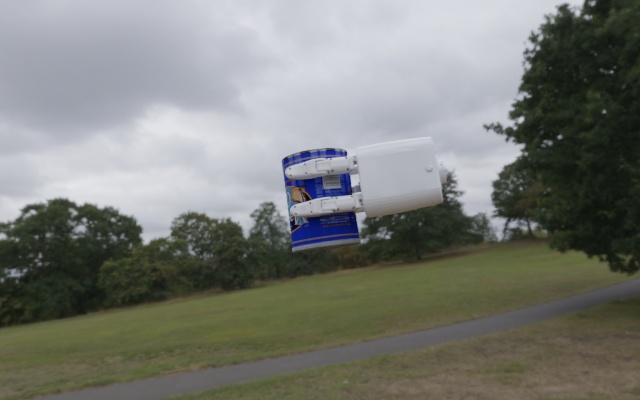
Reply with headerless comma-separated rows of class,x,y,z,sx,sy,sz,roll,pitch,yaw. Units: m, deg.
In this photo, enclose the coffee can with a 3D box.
coffee can,0.000,0.003,0.719,0.103,0.140,0.103,-8,-8,-1
